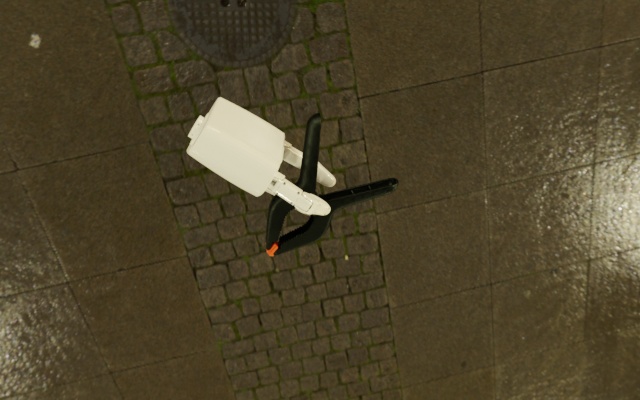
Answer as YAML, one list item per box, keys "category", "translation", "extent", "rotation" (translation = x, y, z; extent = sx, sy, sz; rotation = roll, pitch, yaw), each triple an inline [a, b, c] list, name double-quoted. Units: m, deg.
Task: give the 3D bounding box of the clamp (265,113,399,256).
- category: "clamp"
  translation: [0.000, 0.003, 0.684]
  extent: [0.164, 0.210, 0.036]
  rotation: [30, 15, -19]
